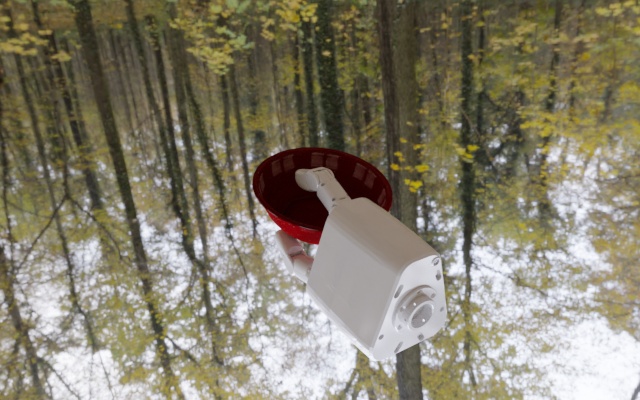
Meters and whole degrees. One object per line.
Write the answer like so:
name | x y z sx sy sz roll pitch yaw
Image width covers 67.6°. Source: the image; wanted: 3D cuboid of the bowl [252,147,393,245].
bowl | 0.000 0.001 0.562 0.162 0.055 0.162 6 38 -4
